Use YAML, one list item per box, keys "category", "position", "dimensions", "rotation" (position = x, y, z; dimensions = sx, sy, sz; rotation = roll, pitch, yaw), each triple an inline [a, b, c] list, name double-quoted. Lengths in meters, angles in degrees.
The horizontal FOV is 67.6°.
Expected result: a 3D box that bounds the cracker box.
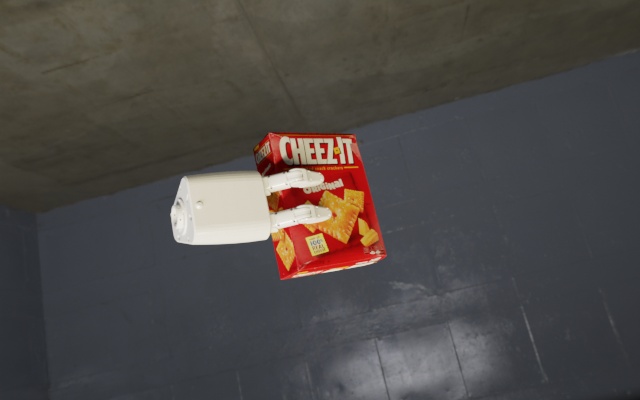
- category: "cracker box"
  position: [0.000, 0.003, 0.744]
  dimensions: [0.164, 0.213, 0.072]
  rotation: [-4, -17, -33]
